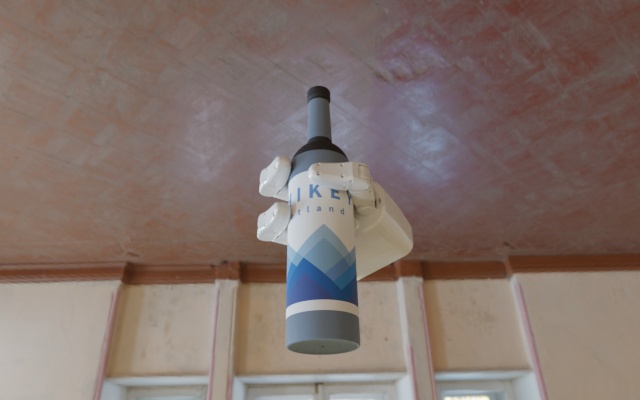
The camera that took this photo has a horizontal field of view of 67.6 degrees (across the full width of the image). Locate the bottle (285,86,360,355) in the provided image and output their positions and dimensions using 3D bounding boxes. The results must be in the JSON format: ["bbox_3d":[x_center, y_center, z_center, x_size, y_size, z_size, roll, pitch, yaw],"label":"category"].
[{"bbox_3d":[0.000,0.002,0.493,0.069,0.295,0.069,-1,-29,0],"label":"bottle"}]
